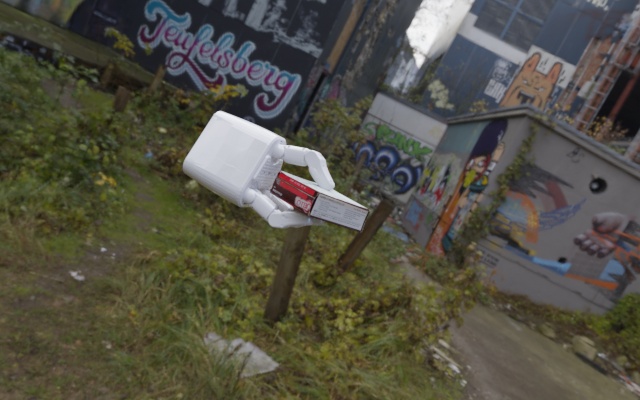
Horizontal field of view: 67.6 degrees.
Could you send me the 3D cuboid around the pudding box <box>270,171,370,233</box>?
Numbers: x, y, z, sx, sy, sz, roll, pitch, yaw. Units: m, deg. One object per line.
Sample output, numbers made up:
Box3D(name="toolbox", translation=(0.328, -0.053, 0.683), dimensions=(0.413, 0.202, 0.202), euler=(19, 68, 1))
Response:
Box3D(name="pudding box", translation=(0.000, 0.002, 0.657), dimensions=(0.113, 0.039, 0.090), euler=(17, 10, -45))
